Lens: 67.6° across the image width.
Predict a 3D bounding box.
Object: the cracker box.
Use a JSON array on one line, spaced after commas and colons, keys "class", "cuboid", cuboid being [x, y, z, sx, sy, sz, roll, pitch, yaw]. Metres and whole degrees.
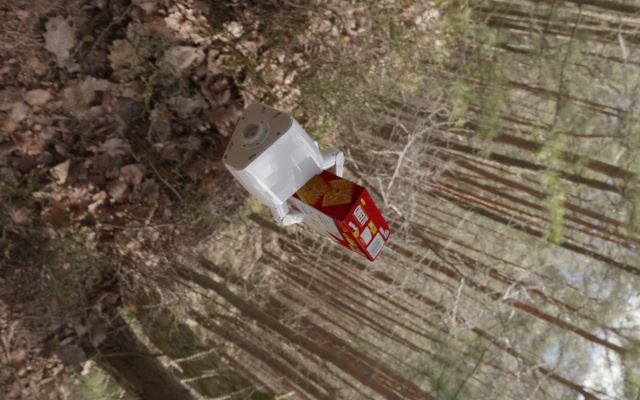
[{"class": "cracker box", "cuboid": [0.000, 0.003, 0.805, 0.213, 0.072, 0.164, 27, -14, 34]}]
